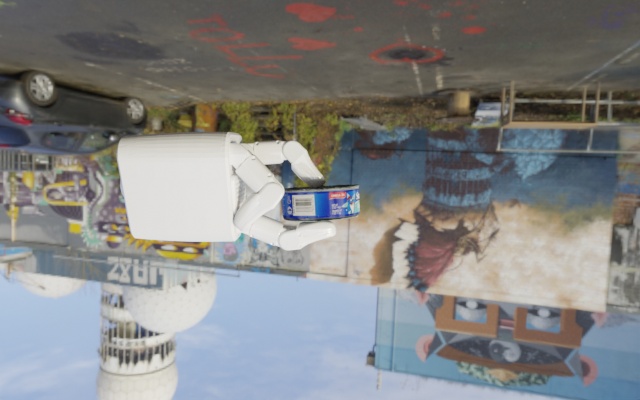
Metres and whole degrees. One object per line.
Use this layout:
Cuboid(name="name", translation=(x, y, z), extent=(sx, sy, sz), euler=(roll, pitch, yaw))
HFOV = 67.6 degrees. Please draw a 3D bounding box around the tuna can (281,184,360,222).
Cuboid(name="tuna can", translation=(0.000, 0.002, 0.520), extent=(0.086, 0.034, 0.086), euler=(-3, 4, 0))
